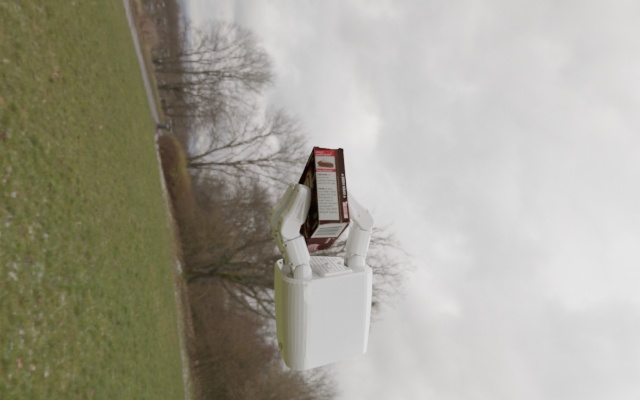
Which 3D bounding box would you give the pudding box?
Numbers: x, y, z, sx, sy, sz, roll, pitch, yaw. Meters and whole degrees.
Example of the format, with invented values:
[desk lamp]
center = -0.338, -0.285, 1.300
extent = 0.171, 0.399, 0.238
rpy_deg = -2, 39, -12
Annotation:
[pudding box]
center = 0.000, 0.002, 0.549
extent = 0.039, 0.090, 0.113
rpy_deg = 0, -20, -14
